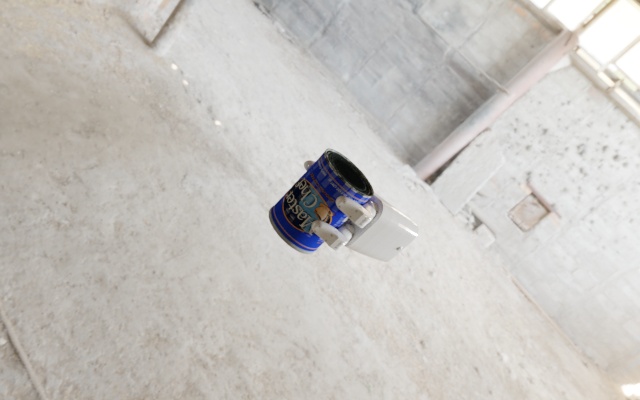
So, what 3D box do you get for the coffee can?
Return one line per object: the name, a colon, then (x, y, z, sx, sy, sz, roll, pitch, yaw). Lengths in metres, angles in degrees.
coffee can: (0.000, 0.002, 0.759, 0.140, 0.102, 0.103, -45, -20, 21)
